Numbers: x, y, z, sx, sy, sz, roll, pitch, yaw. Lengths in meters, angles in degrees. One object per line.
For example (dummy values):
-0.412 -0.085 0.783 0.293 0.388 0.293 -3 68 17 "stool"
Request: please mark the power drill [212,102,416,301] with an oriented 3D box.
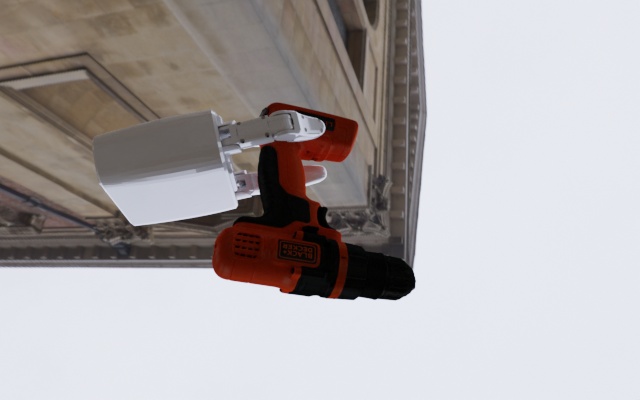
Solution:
0.000 0.001 0.456 0.184 0.187 0.057 12 -35 -16 "power drill"
